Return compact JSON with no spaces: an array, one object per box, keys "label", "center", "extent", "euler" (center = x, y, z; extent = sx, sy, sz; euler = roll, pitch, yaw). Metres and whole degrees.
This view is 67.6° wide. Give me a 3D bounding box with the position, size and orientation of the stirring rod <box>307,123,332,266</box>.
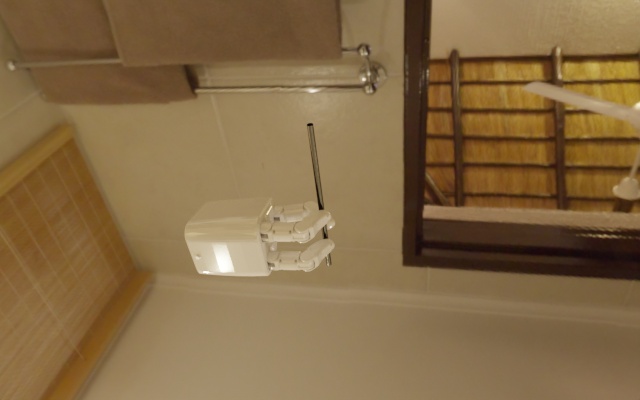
[{"label":"stirring rod","center":[0.000,0.002,0.657],"extent":[0.011,0.240,0.011],"euler":[-5,37,4]}]
